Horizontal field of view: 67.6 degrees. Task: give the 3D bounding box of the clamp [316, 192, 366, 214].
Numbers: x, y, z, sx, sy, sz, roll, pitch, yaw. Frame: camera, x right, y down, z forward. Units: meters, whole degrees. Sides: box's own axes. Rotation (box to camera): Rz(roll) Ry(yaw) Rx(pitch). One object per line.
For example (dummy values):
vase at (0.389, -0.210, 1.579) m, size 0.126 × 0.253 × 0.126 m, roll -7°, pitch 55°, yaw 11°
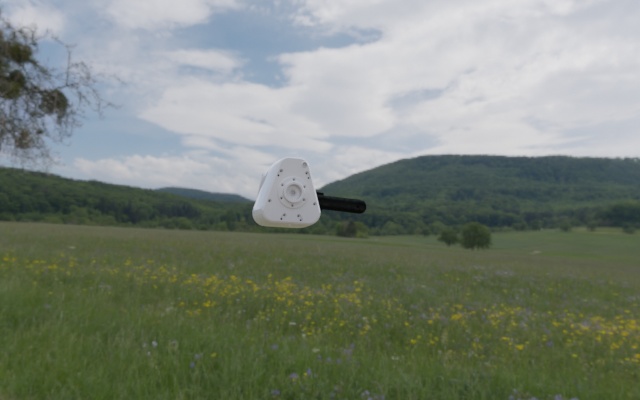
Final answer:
clamp at (0.000, 0.002, 0.875) m, size 0.171 × 0.039 × 0.120 m, roll 4°, pitch -5°, yaw -14°
